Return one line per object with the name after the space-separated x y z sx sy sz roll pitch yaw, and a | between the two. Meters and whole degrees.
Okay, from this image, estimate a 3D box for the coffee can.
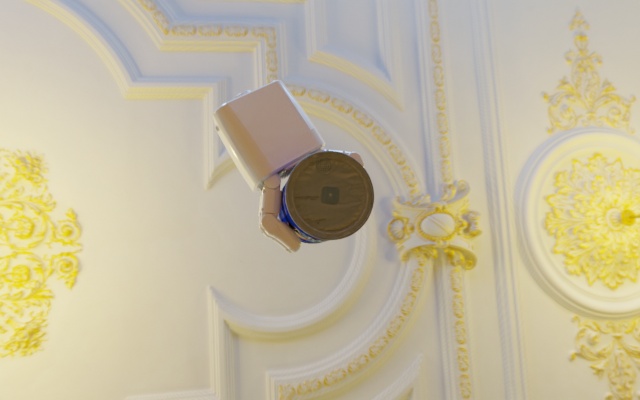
0.000 0.002 0.607 0.103 0.103 0.140 0 -7 -10 | coffee can
